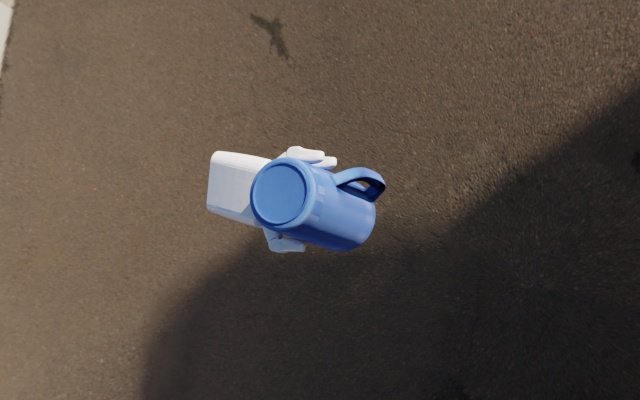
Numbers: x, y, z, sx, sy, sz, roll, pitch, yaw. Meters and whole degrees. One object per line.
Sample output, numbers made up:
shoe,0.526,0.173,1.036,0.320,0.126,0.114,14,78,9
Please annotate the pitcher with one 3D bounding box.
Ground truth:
pitcher,0.000,0.003,0.771,0.145,0.149,0.243,15,-3,25
